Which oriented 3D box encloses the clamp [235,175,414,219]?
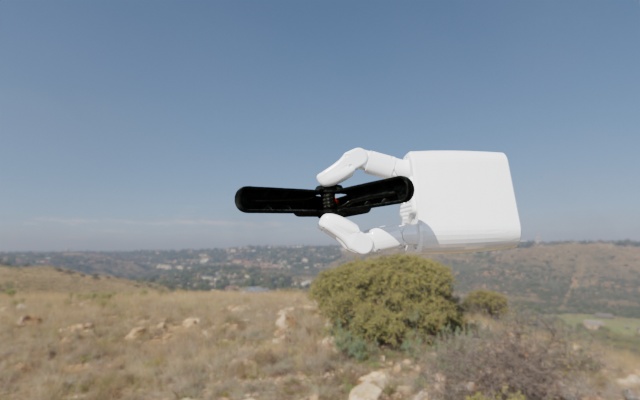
[{"bbox_3d":[0.000,0.001,0.522,0.164,0.036,0.210,-2,-5,-2],"label":"clamp"}]
